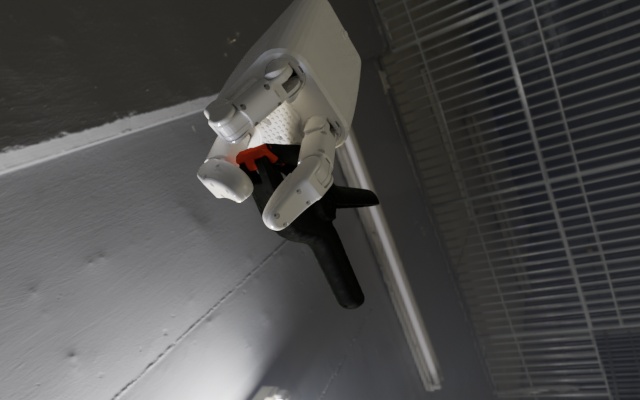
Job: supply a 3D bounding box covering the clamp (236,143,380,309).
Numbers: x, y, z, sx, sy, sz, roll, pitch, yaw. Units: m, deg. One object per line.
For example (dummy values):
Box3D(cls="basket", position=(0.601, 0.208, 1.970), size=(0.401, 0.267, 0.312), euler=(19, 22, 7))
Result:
Box3D(cls="clamp", position=(-0.001, 0.001, 0.410), size=(0.039, 0.120, 0.171), euler=(-15, -49, 30))
